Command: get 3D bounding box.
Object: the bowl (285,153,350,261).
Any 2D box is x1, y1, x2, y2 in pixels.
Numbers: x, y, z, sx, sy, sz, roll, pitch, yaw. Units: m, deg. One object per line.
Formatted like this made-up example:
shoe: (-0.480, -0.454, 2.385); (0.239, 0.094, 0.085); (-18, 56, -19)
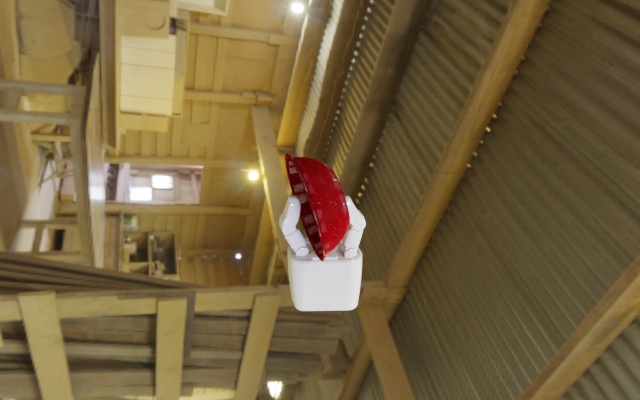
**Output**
bowl: (0.000, 0.001, 0.683); (0.055, 0.162, 0.162); (-19, 3, -9)
